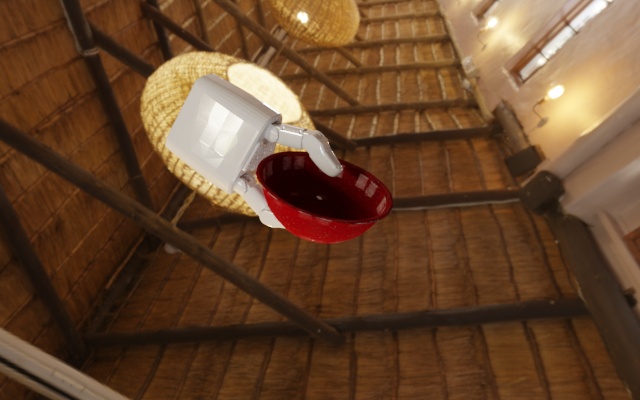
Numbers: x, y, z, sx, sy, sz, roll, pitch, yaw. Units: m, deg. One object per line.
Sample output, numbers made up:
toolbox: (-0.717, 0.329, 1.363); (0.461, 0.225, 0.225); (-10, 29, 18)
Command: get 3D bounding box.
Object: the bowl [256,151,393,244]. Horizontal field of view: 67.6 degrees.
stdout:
bowl: (0.001, 0.003, 0.558); (0.162, 0.055, 0.162); (12, 28, -7)
